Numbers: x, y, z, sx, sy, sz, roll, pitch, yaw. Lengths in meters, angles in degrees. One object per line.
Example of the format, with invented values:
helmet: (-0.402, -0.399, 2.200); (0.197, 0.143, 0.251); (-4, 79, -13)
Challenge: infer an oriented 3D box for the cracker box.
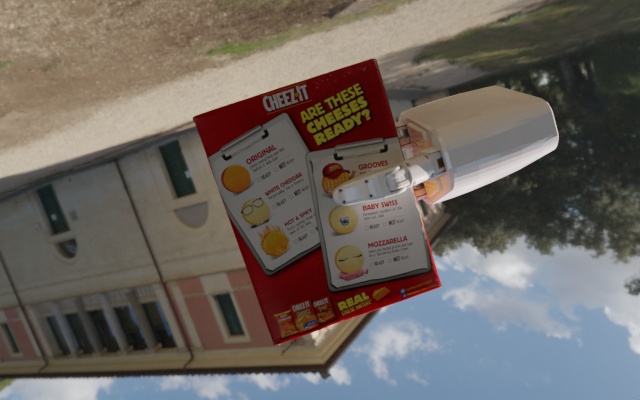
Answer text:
cracker box: (0.000, 0.002, 0.443); (0.164, 0.214, 0.072); (-19, 8, -4)
